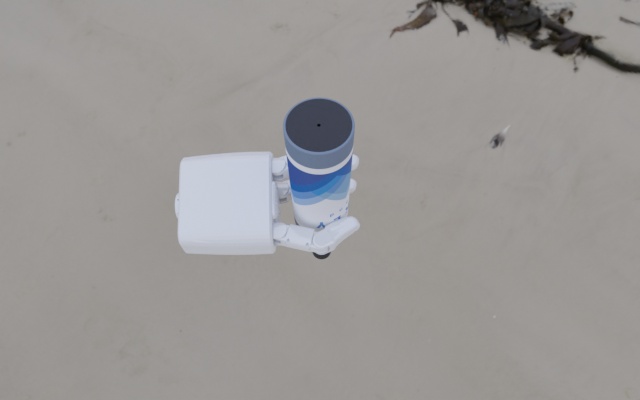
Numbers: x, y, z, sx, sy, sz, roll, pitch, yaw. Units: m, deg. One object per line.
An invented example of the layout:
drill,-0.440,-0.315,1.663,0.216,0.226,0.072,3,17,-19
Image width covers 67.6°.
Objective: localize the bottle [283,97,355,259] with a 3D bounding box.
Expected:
bottle,0.000,0.002,0.567,0.069,0.069,0.296,0,-29,1
